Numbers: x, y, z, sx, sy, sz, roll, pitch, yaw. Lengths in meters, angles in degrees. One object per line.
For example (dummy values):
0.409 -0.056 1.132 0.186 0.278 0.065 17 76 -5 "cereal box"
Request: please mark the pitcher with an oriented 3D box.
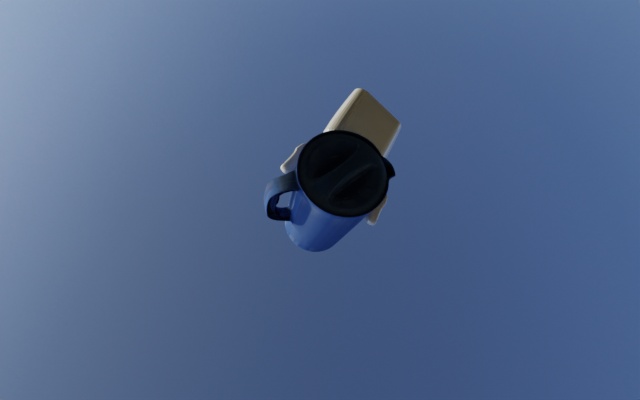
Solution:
0.000 0.002 0.762 0.149 0.145 0.243 32 -24 1 "pitcher"
